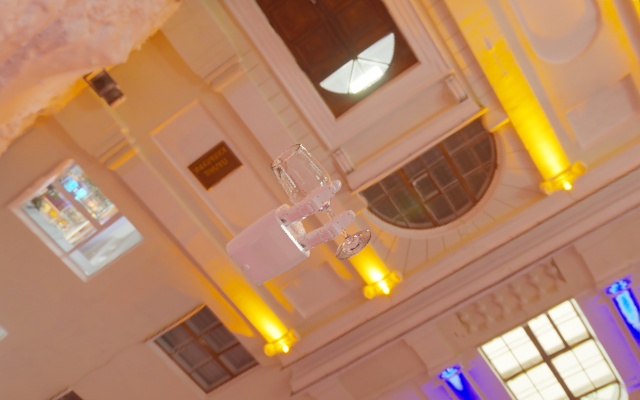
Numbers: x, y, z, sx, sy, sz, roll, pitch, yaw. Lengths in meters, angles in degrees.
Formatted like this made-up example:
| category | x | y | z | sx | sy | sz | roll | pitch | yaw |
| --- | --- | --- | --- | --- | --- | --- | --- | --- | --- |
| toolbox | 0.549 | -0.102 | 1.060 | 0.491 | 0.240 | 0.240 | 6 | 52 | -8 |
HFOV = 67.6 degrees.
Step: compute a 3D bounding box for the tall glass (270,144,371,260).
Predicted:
| category | x | y | z | sx | sy | sz | roll | pitch | yaw |
| --- | --- | --- | --- | --- | --- | --- | --- | --- | --- |
| tall glass | 0.001 | 0.003 | 0.802 | 0.079 | 0.201 | 0.079 | -33 | 18 | 12 |
